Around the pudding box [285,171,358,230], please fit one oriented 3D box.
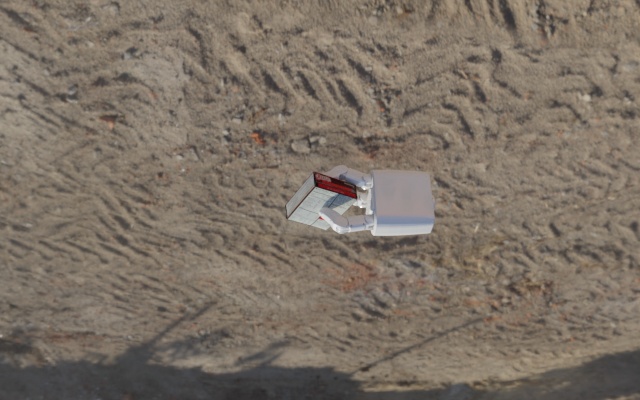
[{"bbox_3d":[0.000,0.003,0.866,0.090,0.039,0.113,18,-44,-26],"label":"pudding box"}]
